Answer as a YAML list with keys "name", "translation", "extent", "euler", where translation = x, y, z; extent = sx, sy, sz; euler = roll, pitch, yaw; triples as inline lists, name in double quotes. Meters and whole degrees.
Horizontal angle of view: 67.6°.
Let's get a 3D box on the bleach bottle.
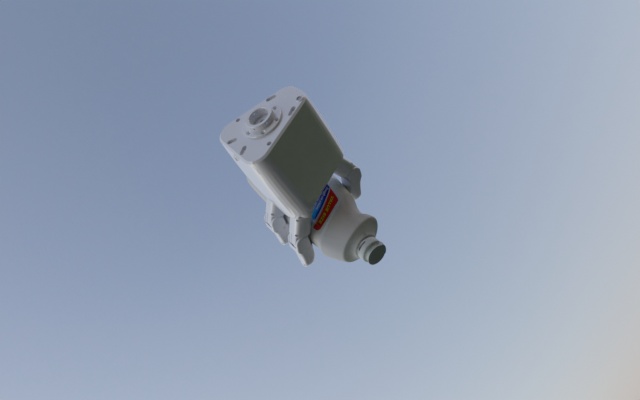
- name: "bleach bottle"
  translation: [0.000, 0.002, 0.653]
  extent: [0.250, 0.102, 0.068]
  euler: [38, -10, 42]
